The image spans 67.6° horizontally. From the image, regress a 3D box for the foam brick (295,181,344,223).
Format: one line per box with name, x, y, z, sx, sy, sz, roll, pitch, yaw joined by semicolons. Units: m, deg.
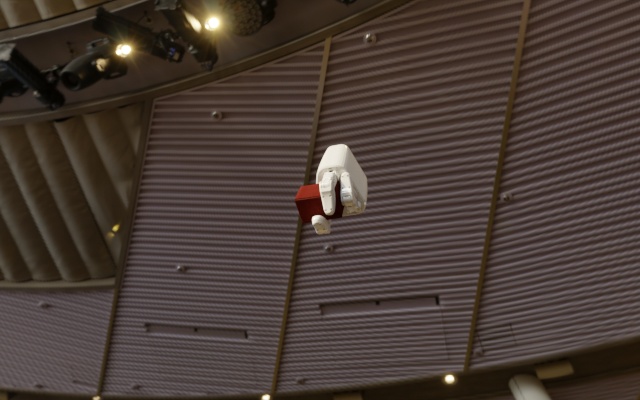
foam brick;0.000;0.003;0.874;0.078;0.053;0.051;-8;29;14
